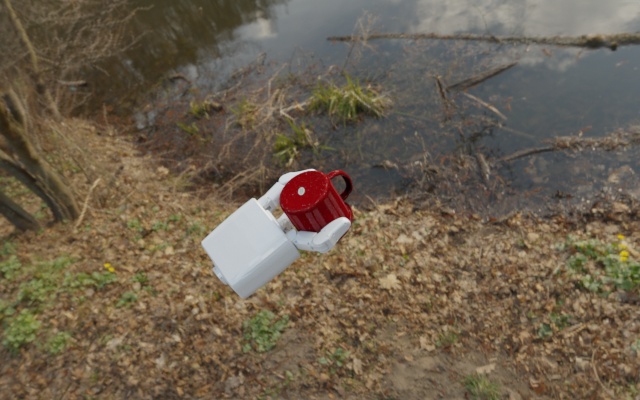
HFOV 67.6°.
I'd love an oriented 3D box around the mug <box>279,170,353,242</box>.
[{"bbox_3d":[0.001,0.001,0.709,0.093,0.117,0.081,40,-12,46],"label":"mug"}]
